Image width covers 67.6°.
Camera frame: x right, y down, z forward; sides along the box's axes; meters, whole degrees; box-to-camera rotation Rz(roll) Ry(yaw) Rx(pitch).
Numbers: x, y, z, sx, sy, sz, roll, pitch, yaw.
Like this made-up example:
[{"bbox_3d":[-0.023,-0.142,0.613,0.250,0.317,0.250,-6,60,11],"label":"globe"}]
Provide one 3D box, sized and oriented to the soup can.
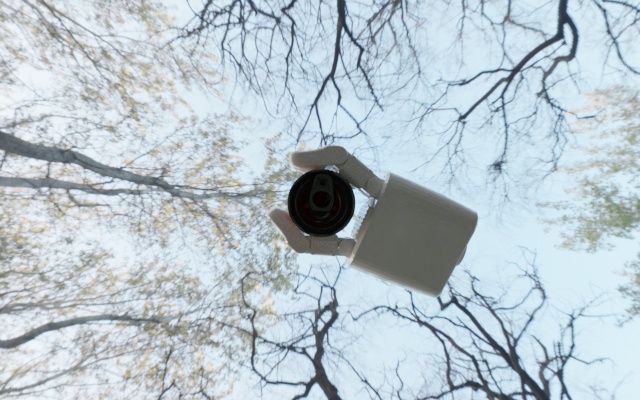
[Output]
[{"bbox_3d":[0.000,0.002,0.521,0.068,0.068,0.102,0,1,-1],"label":"soup can"}]
